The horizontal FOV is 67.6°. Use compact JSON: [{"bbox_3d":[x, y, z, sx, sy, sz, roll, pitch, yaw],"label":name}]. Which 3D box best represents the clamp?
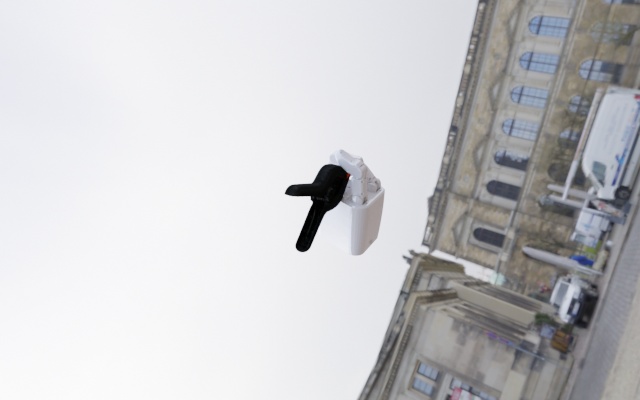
[{"bbox_3d":[0.000,0.002,0.773,0.039,0.120,0.171,20,34,27],"label":"clamp"}]
